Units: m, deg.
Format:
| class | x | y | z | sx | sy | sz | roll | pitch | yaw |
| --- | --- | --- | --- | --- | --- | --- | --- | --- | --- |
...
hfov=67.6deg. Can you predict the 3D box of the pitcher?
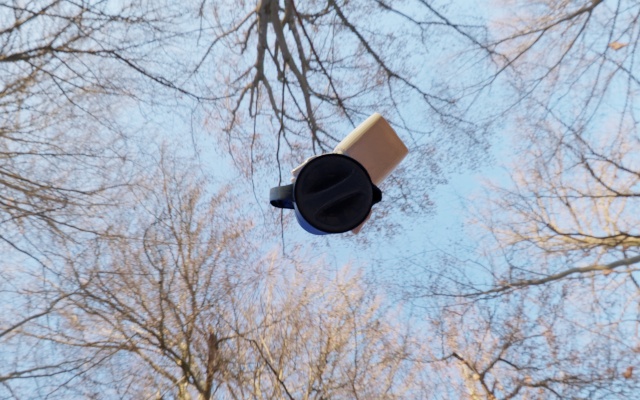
| class | x | y | z | sx | sy | sz | roll | pitch | yaw |
| --- | --- | --- | --- | --- | --- | --- | --- | --- | --- |
| pitcher | 0.000 | 0.003 | 0.887 | 0.149 | 0.145 | 0.243 | 44 | -11 | 1 |
